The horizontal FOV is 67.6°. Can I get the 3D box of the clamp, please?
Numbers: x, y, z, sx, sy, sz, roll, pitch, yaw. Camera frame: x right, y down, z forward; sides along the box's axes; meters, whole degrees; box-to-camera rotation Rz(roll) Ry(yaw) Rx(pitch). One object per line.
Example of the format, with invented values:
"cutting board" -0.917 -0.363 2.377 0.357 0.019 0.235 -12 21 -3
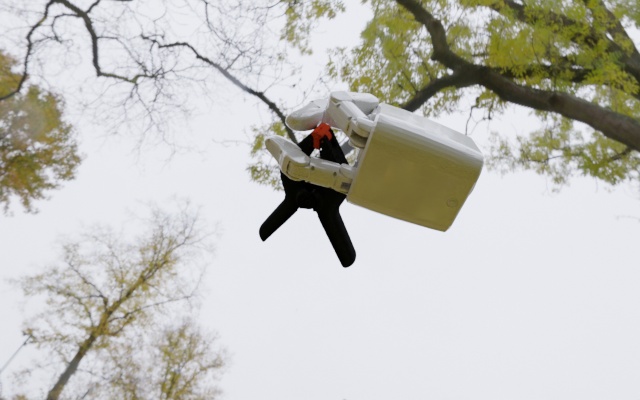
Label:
"clamp" 0.000 0.001 0.527 0.120 0.172 0.039 20 38 2
